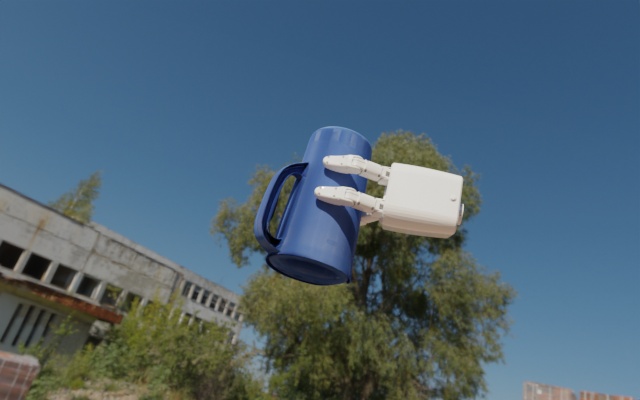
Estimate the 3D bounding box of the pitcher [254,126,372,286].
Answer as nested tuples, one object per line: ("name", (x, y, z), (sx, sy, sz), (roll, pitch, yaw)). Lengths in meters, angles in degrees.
("pitcher", (0.000, 0.003, 0.758), (0.145, 0.242, 0.149), (9, -25, 13))
